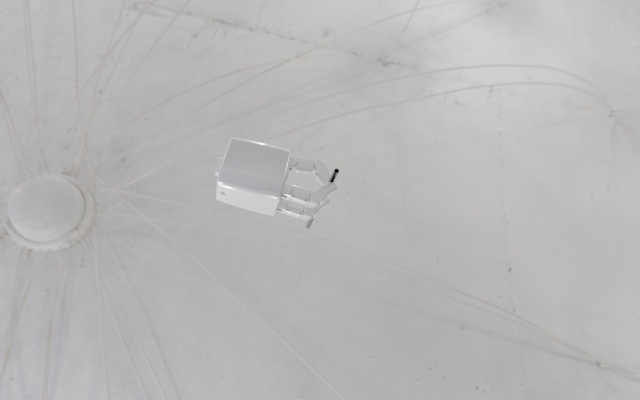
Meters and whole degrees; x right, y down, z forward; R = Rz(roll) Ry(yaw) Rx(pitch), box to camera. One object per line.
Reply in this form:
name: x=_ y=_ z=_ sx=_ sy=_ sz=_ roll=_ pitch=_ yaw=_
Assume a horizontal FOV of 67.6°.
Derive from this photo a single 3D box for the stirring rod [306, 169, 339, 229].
stirring rod: x=0.000 y=0.003 z=0.883 sx=0.011 sy=0.011 sz=0.240 roll=0 pitch=-25 yaw=-14
